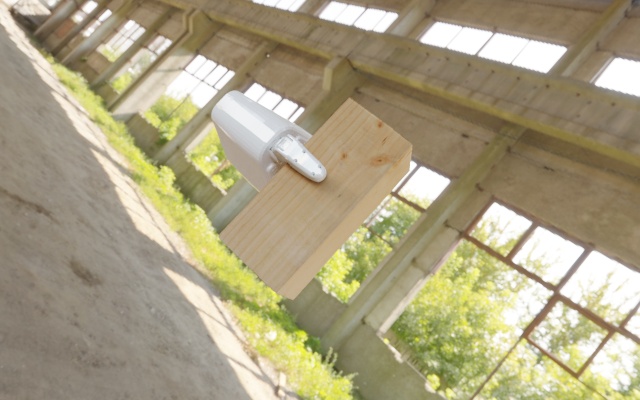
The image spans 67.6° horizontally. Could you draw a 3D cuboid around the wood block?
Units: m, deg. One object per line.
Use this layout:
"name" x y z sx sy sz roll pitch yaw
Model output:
"wood block" 0.000 0.001 0.532 0.090 0.206 0.091 41 -6 18
